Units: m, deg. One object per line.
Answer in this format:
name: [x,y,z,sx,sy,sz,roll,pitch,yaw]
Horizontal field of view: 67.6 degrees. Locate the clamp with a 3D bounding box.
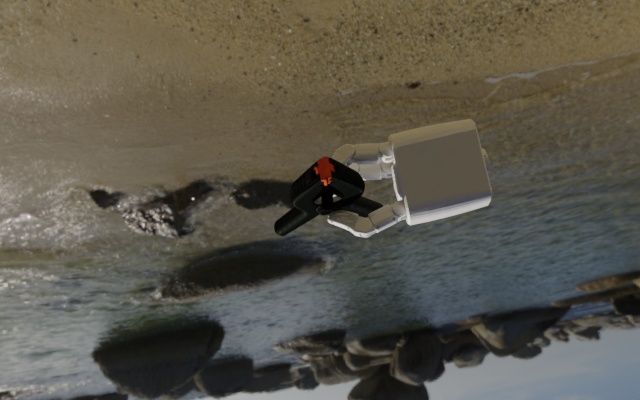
clamp: [0.000,0.003,0.624,0.164,0.036,0.210,-13,-20,6]
